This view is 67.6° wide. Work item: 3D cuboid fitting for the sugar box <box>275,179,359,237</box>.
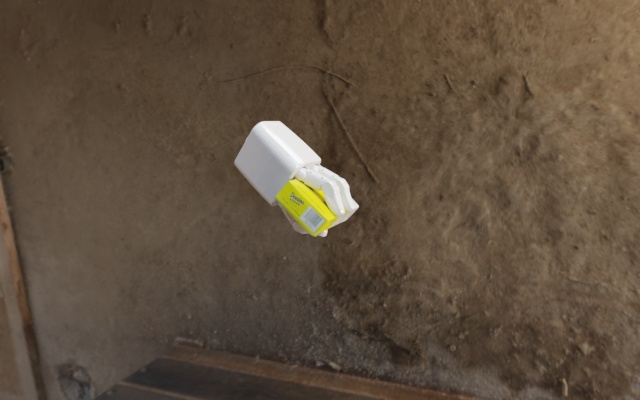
[{"bbox_3d":[0.000,0.002,0.830,0.048,0.093,0.176,-48,-10,21],"label":"sugar box"}]
